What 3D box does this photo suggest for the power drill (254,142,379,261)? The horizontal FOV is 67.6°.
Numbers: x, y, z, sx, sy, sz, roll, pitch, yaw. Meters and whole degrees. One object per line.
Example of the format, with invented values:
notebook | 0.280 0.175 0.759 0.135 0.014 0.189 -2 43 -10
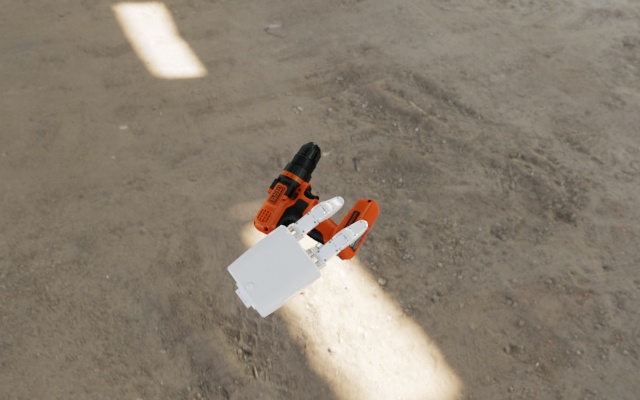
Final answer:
power drill | 0.000 0.003 0.802 0.187 0.184 0.057 25 -12 29
